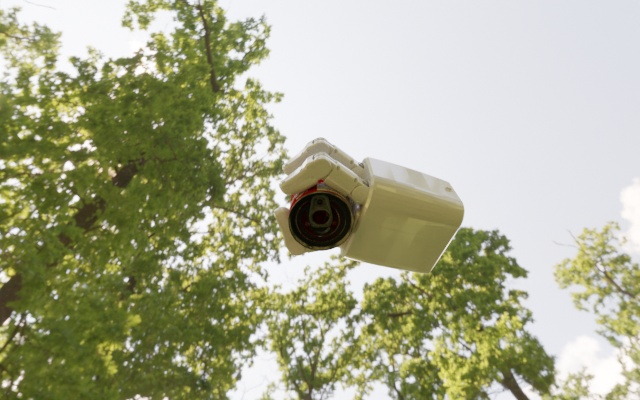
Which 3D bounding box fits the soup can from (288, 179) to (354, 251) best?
[{"bbox_3d":[0.000,0.002,0.535,0.068,0.068,0.102,0,24,-1],"label":"soup can"}]
